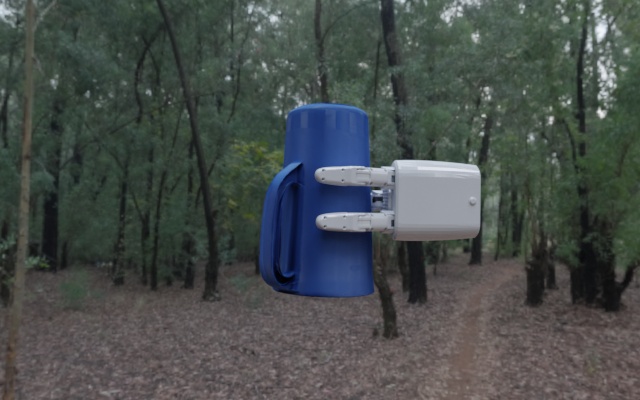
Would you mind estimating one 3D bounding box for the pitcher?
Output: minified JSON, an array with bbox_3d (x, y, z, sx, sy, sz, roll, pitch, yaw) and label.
[{"bbox_3d":[0.000,0.002,0.620,0.145,0.243,0.149,1,-2,-3],"label":"pitcher"}]
